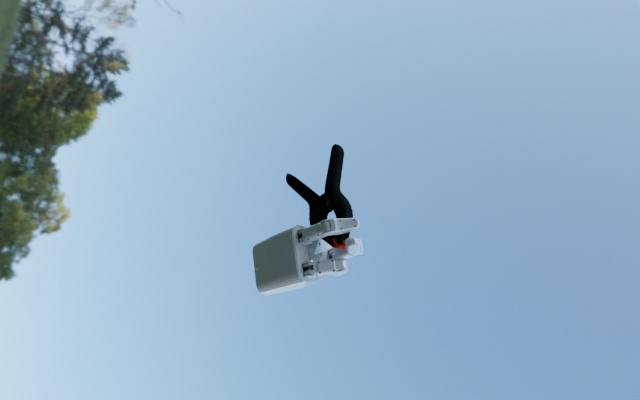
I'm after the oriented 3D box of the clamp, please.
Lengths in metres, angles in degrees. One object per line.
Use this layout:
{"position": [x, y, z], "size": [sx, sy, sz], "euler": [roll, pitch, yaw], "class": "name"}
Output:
{"position": [0.001, 0.003, 0.796], "size": [0.120, 0.171, 0.039], "euler": [-22, -22, 37], "class": "clamp"}
